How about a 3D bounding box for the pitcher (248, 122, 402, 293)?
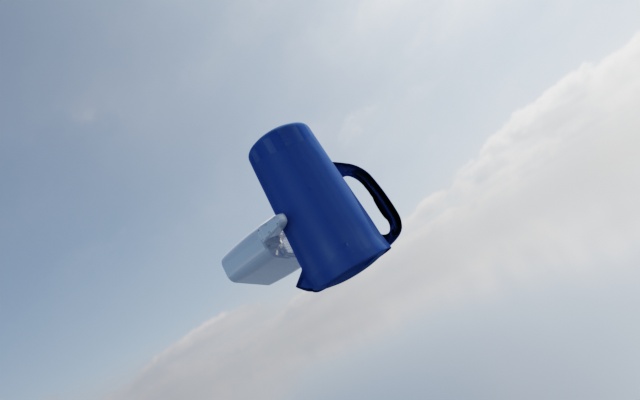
[{"bbox_3d":[0.000,0.002,0.723,0.145,0.242,0.149,-38,-15,31],"label":"pitcher"}]
